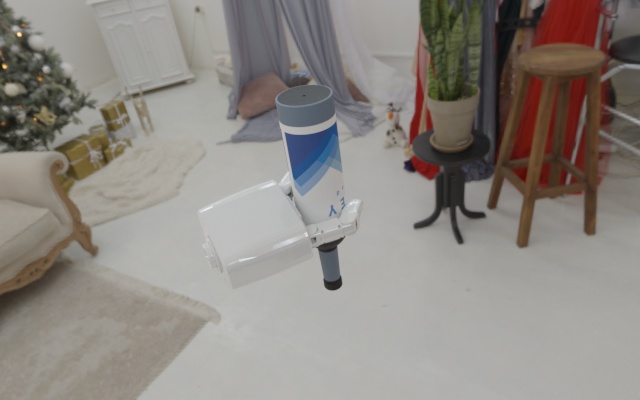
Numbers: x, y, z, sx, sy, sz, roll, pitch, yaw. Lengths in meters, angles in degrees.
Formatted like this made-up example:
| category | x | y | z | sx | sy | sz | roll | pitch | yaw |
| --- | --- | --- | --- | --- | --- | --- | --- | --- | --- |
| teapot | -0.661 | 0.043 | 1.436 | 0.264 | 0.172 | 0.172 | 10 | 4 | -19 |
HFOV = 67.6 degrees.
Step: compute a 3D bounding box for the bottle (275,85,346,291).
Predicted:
| category | x | y | z | sx | sy | sz | roll | pitch | yaw |
| --- | --- | --- | --- | --- | --- | --- | --- | --- | --- |
| bottle | 0.000 | 0.002 | 0.622 | 0.069 | 0.296 | 0.069 | -6 | 33 | 4 |
